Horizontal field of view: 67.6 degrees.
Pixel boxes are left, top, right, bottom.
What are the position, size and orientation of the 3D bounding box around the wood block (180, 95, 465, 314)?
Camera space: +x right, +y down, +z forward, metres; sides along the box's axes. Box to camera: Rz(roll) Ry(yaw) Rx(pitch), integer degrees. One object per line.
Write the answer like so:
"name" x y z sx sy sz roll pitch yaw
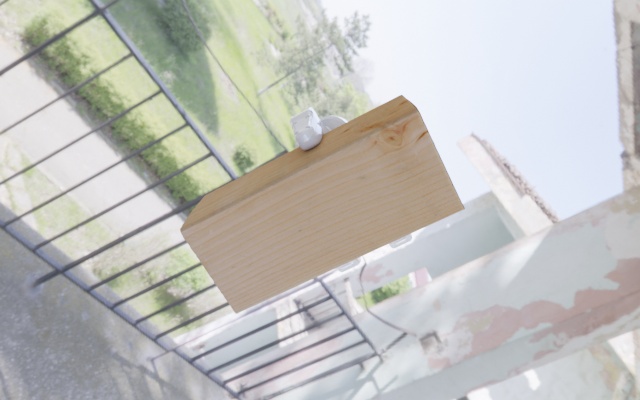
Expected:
"wood block" 0.000 0.001 0.410 0.206 0.091 0.090 -27 17 10
